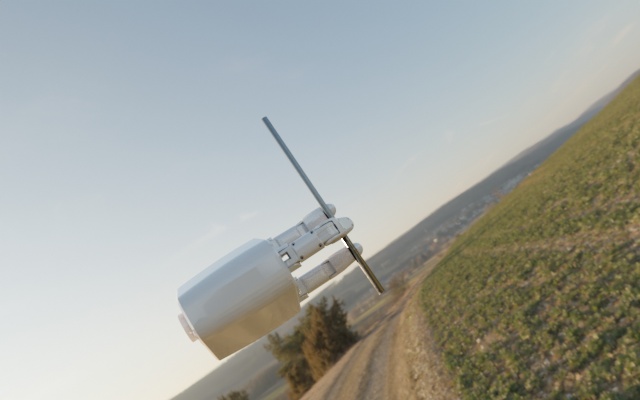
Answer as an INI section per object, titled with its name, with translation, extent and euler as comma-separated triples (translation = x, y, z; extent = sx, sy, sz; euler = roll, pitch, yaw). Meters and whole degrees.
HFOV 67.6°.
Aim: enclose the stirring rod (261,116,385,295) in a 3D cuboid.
[stirring rod]
translation = 0.000, 0.002, 0.537
extent = 0.011, 0.239, 0.011
euler = -33, -11, -7
